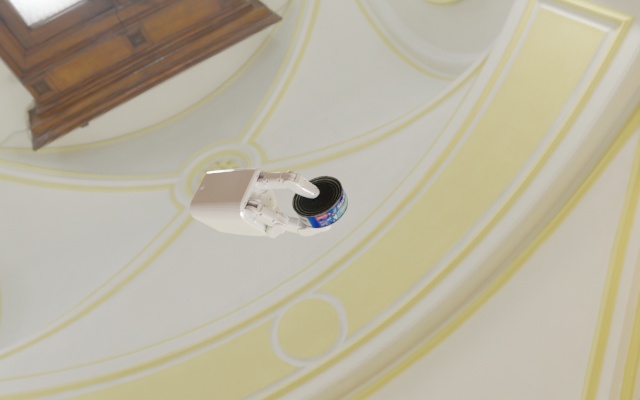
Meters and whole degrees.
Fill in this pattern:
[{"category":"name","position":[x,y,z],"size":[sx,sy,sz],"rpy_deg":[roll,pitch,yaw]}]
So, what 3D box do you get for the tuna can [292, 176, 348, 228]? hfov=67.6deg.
[{"category":"tuna can","position":[0.000,0.003,0.767],"size":[0.086,0.086,0.034],"rpy_deg":[0,-41,29]}]
